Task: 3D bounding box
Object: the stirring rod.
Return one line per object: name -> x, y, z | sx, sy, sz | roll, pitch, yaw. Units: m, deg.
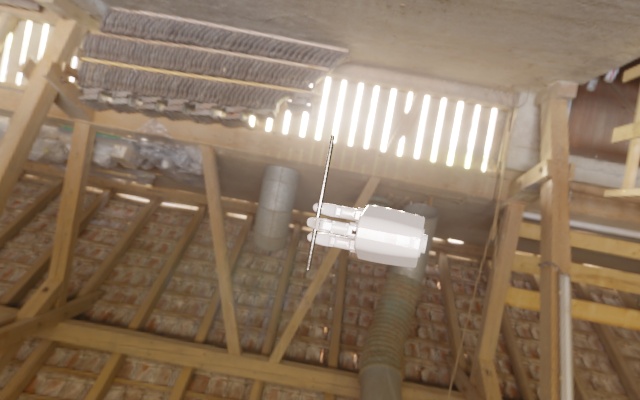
stirring rod -> 0.000, 0.003, 0.841 | 0.011, 0.239, 0.011 | 11, -1, 0
